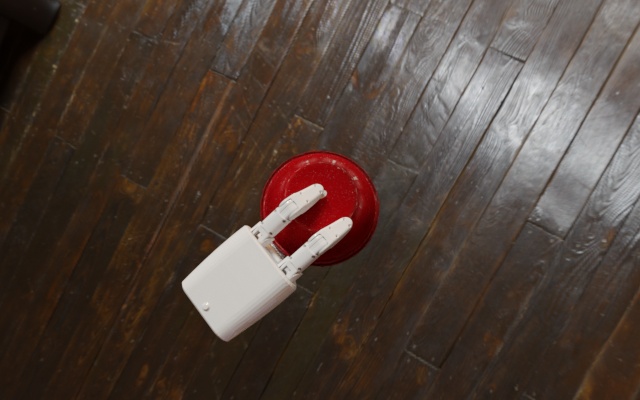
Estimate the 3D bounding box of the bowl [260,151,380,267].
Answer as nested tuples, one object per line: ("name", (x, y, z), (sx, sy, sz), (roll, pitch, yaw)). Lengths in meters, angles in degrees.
("bowl", (0.001, 0.001, 0.621), (0.162, 0.162, 0.055), (0, -16, -2))
